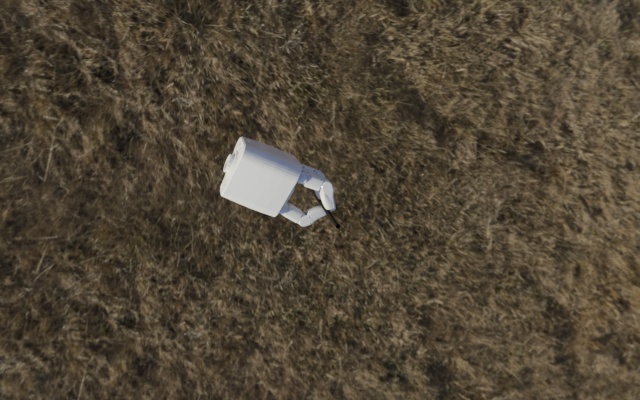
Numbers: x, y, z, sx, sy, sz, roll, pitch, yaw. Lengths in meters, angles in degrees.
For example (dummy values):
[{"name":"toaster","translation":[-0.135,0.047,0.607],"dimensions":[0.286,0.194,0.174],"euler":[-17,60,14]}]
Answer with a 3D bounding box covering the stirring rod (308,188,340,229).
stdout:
[{"name":"stirring rod","translation":[0.000,0.003,0.896],"dimensions":[0.011,0.011,0.239],"euler":[0,19,-15]}]
